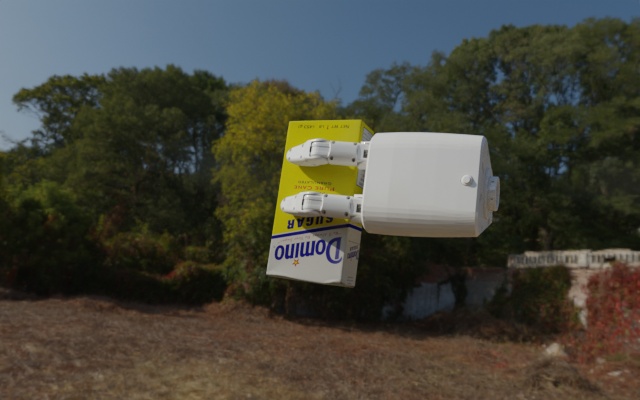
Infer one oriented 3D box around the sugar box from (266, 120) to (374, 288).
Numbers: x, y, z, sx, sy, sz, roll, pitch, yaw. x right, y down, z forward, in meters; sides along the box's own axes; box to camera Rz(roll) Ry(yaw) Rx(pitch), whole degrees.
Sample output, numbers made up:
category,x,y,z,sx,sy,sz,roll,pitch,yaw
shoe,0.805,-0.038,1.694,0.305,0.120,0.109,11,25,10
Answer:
category,x,y,z,sx,sy,sz,roll,pitch,yaw
sugar box,0.000,0.002,0.525,0.093,0.176,0.048,3,-12,27
